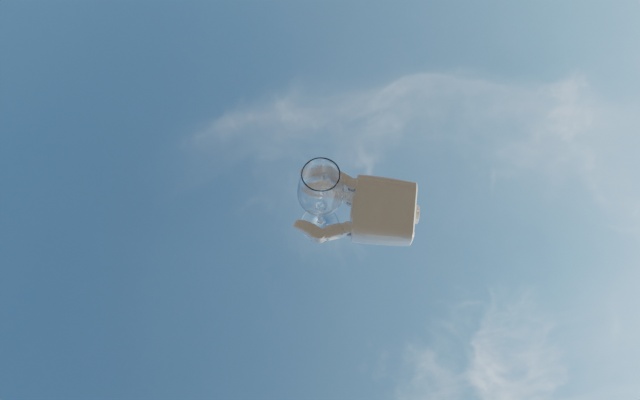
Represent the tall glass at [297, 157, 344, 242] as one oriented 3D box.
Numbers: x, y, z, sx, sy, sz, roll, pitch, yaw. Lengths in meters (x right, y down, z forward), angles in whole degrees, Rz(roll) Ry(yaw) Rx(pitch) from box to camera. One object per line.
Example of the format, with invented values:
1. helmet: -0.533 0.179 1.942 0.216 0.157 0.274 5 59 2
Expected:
1. tall glass: 0.000 0.003 0.831 0.079 0.079 0.201 0 -26 0
